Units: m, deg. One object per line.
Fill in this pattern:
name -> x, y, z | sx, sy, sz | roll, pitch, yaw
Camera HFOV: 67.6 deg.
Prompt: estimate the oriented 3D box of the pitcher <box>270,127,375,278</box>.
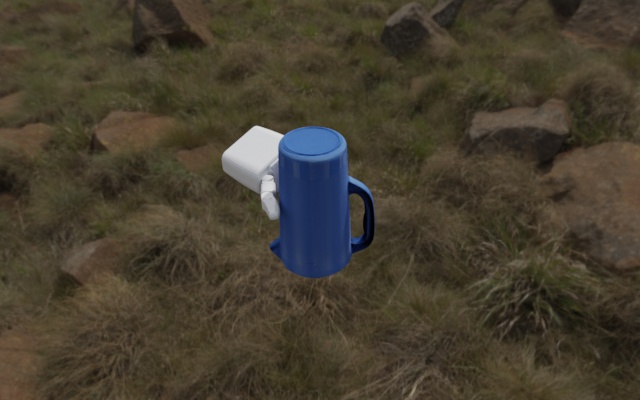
pitcher -> 0.000, 0.003, 0.812 | 0.145, 0.243, 0.149 | 30, 47, 34
